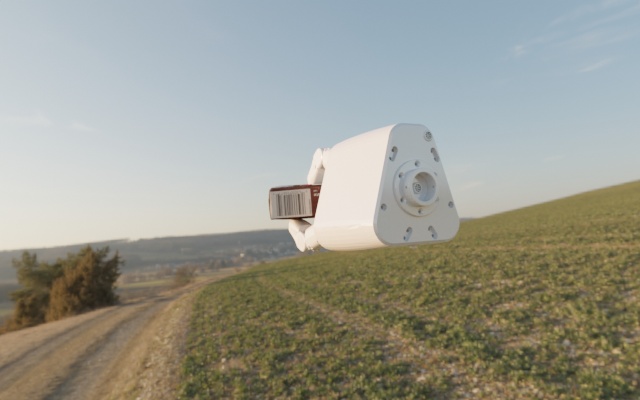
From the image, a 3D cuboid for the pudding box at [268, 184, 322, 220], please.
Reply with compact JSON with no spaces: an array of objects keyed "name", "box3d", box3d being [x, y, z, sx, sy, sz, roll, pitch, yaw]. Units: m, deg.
[{"name":"pudding box","box3d":[0.000,0.002,0.564,0.113,0.039,0.090,-2,-3,1]}]
